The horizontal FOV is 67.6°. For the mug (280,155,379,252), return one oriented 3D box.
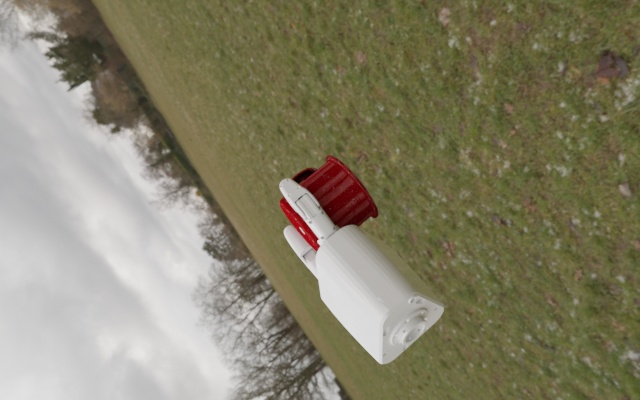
[{"bbox_3d":[-0.001,0.001,0.564,0.117,0.081,0.093,44,-11,39],"label":"mug"}]
